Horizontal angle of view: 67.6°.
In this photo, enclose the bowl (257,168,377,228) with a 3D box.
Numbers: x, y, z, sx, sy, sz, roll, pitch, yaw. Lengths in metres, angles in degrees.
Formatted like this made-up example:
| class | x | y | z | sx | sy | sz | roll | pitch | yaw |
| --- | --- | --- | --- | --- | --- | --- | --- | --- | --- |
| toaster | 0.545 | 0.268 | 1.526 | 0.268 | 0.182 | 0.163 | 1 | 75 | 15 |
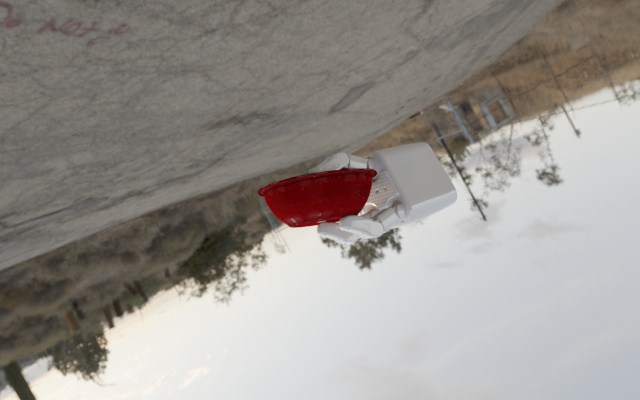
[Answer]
| class | x | y | z | sx | sy | sz | roll | pitch | yaw |
| --- | --- | --- | --- | --- | --- | --- | --- | --- | --- |
| bowl | -0.001 | 0.003 | 0.635 | 0.162 | 0.055 | 0.162 | -9 | -7 | -1 |
